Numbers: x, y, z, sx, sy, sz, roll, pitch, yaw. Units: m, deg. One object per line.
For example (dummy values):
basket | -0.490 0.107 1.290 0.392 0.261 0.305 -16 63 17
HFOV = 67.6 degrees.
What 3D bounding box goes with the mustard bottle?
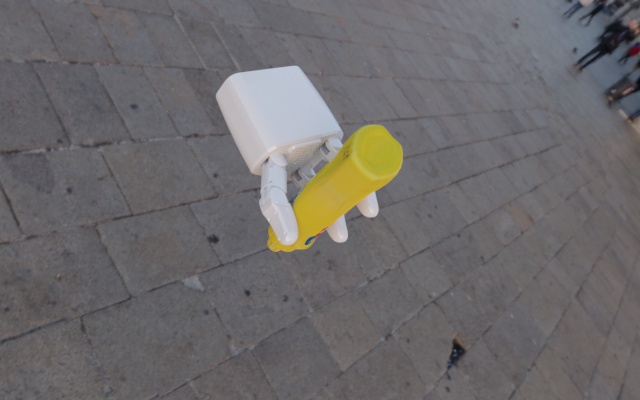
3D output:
mustard bottle | 0.000 0.002 0.514 0.192 0.058 0.096 -42 5 36
